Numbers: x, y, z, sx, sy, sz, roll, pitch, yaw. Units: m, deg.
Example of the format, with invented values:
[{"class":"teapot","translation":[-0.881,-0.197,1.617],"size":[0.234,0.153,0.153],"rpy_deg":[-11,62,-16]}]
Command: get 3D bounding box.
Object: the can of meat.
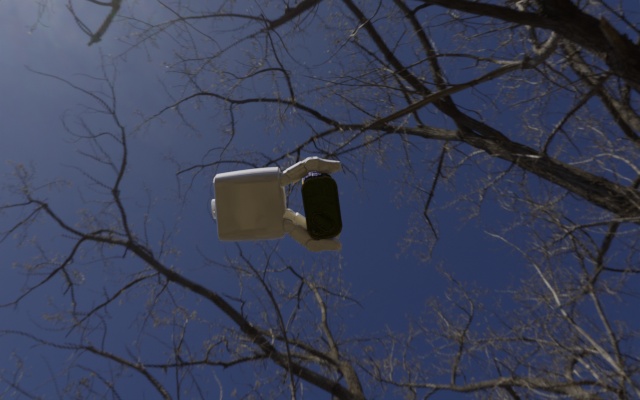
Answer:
[{"class":"can of meat","translation":[0.000,0.002,0.794],"size":[0.057,0.102,0.084],"rpy_deg":[-9,15,-1]}]
